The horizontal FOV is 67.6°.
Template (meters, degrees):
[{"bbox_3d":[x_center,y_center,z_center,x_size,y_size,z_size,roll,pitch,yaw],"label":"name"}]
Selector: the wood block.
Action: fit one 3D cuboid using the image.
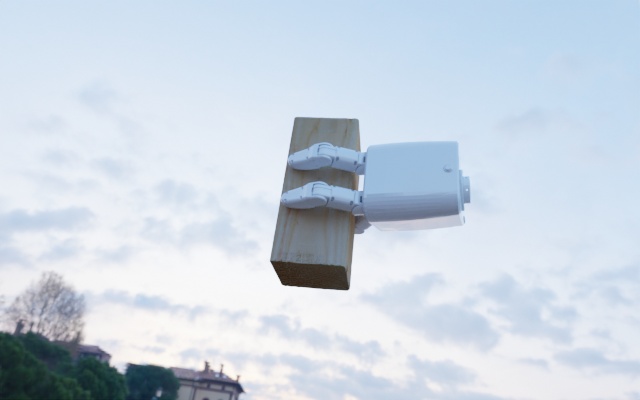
[{"bbox_3d":[0.001,0.002,0.619,0.090,0.206,0.091,3,-29,9],"label":"wood block"}]
